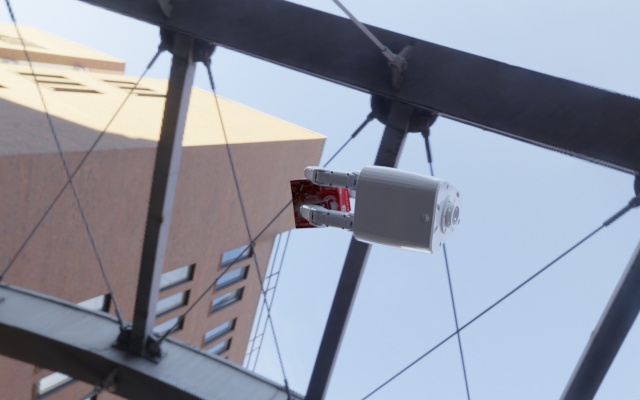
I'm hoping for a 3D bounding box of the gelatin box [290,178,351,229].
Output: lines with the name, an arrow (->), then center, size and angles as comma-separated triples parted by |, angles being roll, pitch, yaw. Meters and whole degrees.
gelatin box -> 0.000, 0.002, 0.686 | 0.089, 0.073, 0.030 | -4, 4, 39
